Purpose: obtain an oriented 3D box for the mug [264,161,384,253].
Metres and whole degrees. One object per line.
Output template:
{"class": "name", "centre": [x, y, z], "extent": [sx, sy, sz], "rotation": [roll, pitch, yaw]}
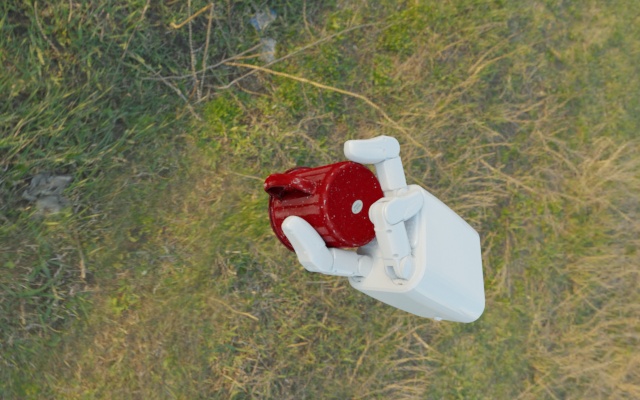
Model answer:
{"class": "mug", "centre": [-0.001, 0.001, 0.463], "extent": [0.117, 0.093, 0.081], "rotation": [29, -23, -32]}
